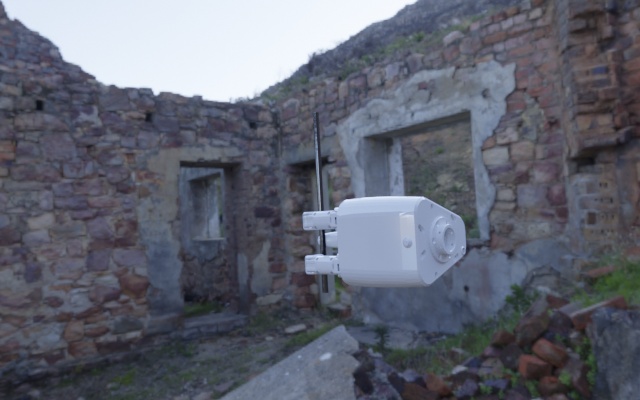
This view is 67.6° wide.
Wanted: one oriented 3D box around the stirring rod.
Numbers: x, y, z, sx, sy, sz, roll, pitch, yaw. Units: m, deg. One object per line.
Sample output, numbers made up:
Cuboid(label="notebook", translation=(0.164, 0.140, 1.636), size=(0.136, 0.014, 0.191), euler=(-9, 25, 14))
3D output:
Cuboid(label="stirring rod", translation=(0.000, 0.002, 0.638), size=(0.011, 0.239, 0.011), euler=(-3, -2, 0))
